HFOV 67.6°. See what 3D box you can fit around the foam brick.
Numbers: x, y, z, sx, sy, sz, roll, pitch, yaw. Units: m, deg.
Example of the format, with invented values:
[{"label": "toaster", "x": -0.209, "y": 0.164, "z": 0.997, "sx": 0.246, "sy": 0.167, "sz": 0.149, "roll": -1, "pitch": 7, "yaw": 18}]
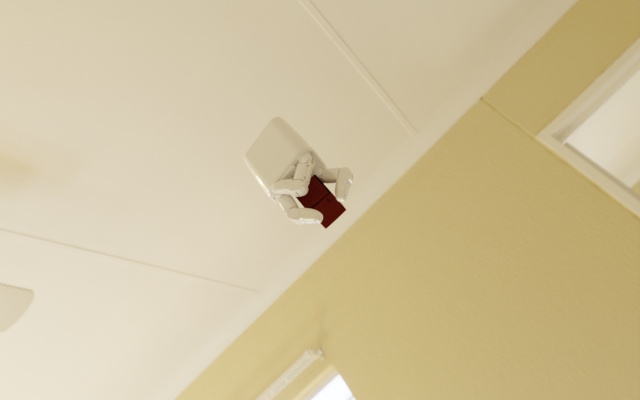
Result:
[{"label": "foam brick", "x": 0.000, "y": 0.003, "z": 0.829, "sx": 0.051, "sy": 0.053, "sz": 0.078, "roll": 49, "pitch": 1, "yaw": 35}]
